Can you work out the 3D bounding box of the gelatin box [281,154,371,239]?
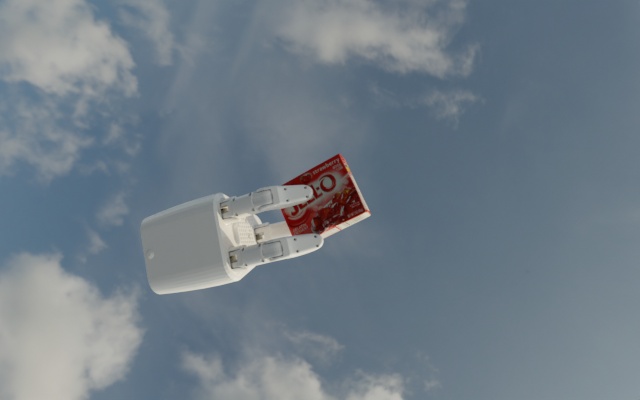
[{"bbox_3d":[0.001,0.002,0.532,0.089,0.073,0.030,-27,-16,12],"label":"gelatin box"}]
